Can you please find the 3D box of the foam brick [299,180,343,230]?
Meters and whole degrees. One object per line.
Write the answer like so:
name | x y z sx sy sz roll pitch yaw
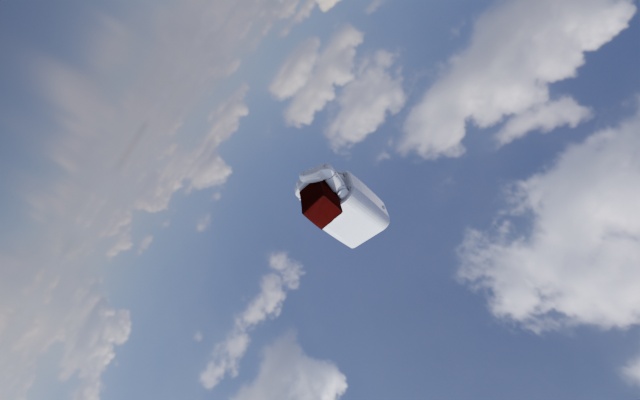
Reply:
foam brick | 0.000 0.003 0.843 0.053 0.051 0.078 -40 26 16
